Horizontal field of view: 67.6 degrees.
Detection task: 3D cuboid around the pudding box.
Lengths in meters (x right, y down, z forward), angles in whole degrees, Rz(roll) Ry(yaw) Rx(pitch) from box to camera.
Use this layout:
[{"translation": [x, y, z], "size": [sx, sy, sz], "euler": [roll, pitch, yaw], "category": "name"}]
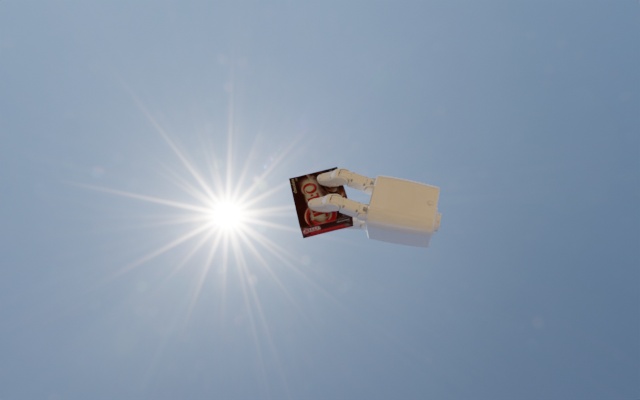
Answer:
[{"translation": [0.000, 0.003, 0.824], "size": [0.090, 0.113, 0.039], "euler": [-13, -38, -3], "category": "pudding box"}]
